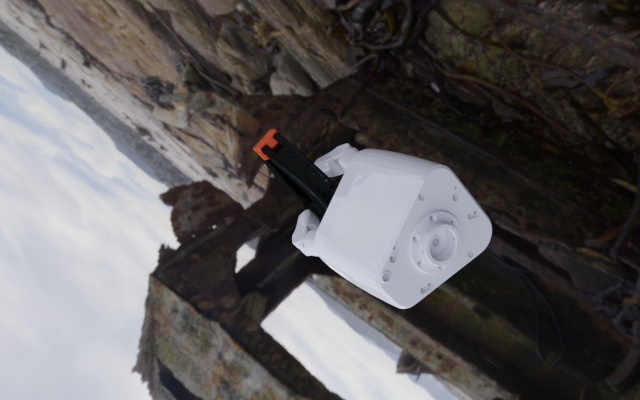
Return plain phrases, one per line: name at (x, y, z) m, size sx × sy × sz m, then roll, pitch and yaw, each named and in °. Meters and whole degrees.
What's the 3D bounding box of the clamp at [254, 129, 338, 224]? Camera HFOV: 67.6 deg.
clamp at (-0.001, 0.002, 0.539) m, size 0.210 × 0.036 × 0.164 m, roll 45°, pitch -12°, yaw -26°
